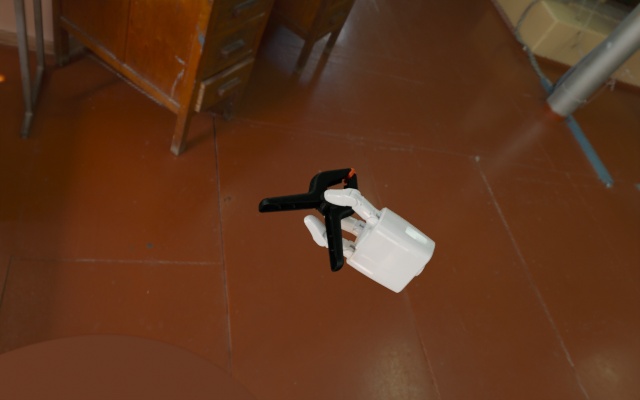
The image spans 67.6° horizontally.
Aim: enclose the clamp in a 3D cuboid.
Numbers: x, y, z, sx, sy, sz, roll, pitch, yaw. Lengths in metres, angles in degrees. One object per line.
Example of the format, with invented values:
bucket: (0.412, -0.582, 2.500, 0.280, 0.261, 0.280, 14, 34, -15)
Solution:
clamp: (0.001, 0.002, 0.812, 0.164, 0.210, 0.036, 35, -44, -4)
